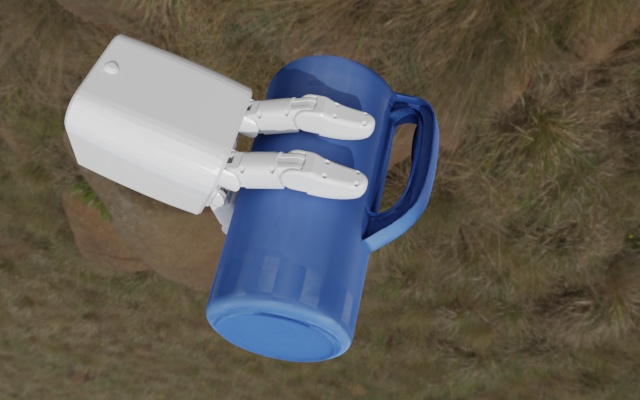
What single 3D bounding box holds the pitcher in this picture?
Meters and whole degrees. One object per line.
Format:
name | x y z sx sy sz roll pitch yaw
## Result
pitcher | 0.000 0.001 0.403 0.145 0.242 0.149 23 -36 -15
